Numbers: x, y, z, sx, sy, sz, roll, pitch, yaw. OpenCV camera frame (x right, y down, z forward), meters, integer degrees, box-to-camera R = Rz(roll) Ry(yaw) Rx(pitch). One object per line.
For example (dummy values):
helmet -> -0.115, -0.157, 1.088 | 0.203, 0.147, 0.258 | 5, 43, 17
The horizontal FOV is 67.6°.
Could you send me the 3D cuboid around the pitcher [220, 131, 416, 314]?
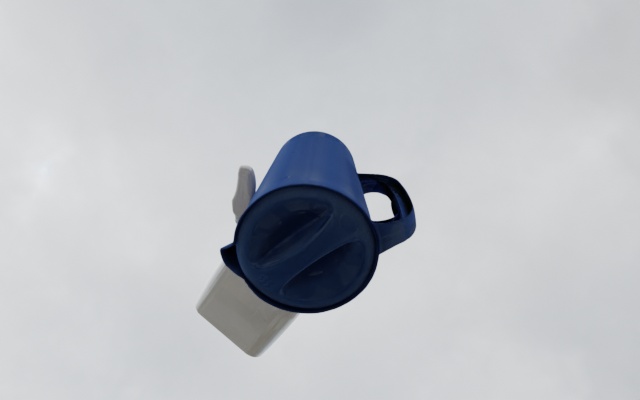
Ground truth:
pitcher -> 0.000, 0.002, 0.533 | 0.149, 0.145, 0.242 | 31, 21, -11
